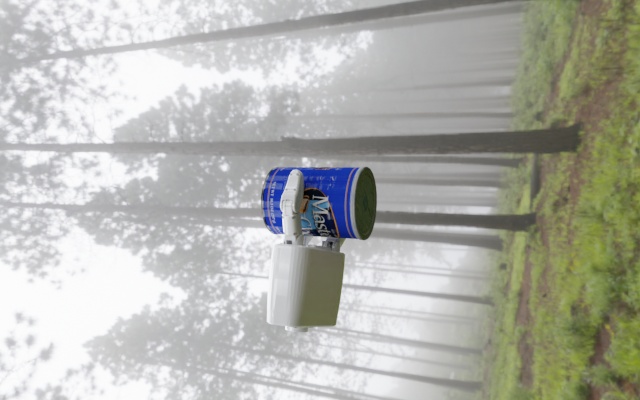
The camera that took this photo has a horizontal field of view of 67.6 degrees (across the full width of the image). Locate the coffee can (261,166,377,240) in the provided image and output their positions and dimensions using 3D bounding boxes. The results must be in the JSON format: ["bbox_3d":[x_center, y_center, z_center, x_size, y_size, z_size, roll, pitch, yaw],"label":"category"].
[{"bbox_3d":[0.000,0.002,0.690,0.140,0.103,0.103,2,1,23],"label":"coffee can"}]
